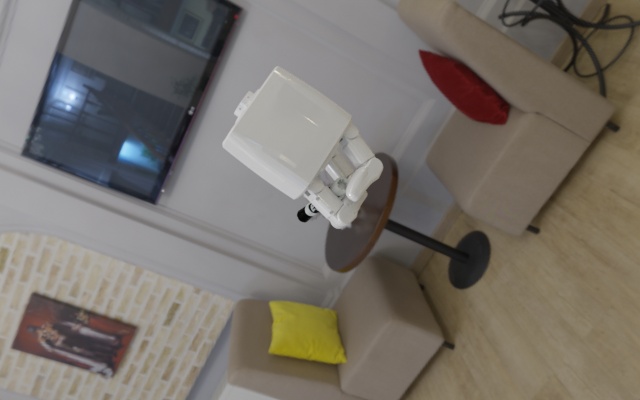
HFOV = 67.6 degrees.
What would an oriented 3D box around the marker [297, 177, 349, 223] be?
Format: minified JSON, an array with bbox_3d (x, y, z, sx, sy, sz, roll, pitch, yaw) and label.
[{"bbox_3d":[0.000,0.002,0.595,0.020,0.020,0.121,0,-20,-27],"label":"marker"}]
